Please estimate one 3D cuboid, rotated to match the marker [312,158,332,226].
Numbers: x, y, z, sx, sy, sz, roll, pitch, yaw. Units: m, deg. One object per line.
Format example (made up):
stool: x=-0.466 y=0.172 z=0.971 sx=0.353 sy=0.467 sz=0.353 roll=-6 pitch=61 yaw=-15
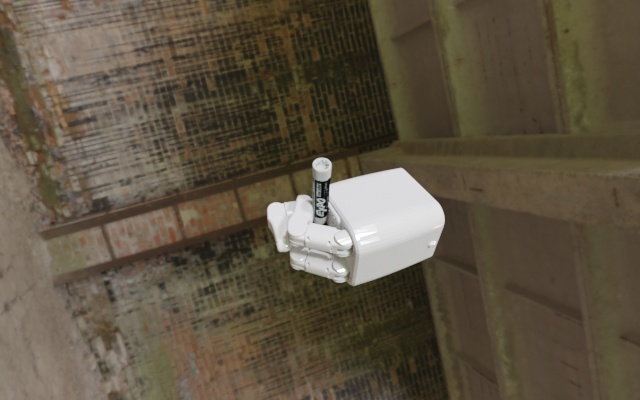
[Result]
marker: x=0.000 y=0.002 z=0.513 sx=0.020 sy=0.020 sz=0.121 roll=0 pitch=-38 yaw=-2
